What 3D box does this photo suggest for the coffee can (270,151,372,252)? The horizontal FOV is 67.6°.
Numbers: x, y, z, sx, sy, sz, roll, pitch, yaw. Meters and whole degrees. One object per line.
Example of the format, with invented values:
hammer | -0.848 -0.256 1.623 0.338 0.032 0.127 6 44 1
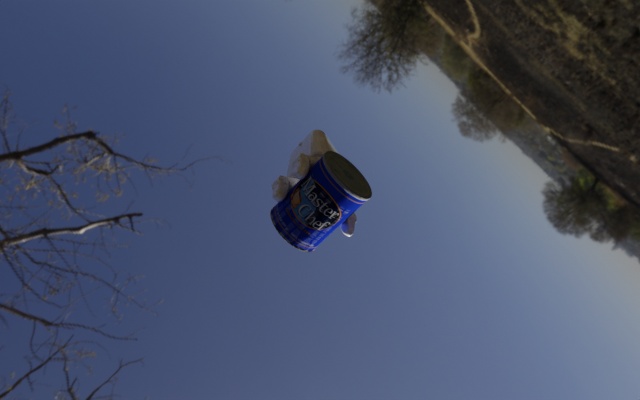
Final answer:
coffee can | 0.000 0.003 0.789 0.140 0.102 0.103 -45 -21 23
